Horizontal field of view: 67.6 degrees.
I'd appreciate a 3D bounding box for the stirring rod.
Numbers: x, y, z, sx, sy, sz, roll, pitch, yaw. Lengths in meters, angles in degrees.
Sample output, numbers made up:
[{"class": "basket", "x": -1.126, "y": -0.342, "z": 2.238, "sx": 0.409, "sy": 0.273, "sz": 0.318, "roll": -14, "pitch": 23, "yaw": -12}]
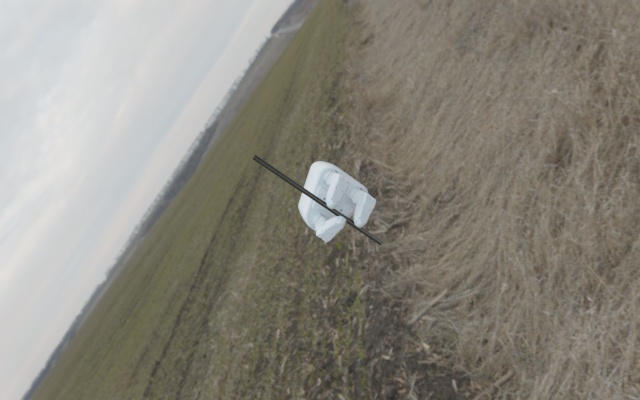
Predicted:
[{"class": "stirring rod", "x": 0.000, "y": 0.002, "z": 0.722, "sx": 0.239, "sy": 0.011, "sz": 0.011, "roll": 34, "pitch": -11, "yaw": -16}]
